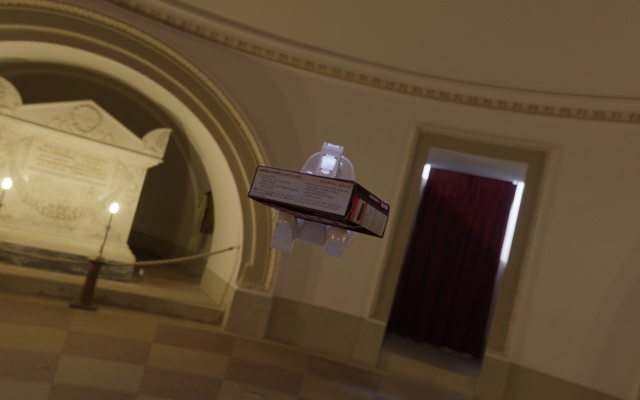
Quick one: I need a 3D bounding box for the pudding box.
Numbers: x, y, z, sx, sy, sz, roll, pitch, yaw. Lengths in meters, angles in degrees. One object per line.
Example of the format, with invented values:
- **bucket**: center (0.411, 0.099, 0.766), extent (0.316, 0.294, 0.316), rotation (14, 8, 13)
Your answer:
- **pudding box**: center (0.000, 0.001, 0.469), extent (0.113, 0.039, 0.090), rotation (9, -9, 30)
